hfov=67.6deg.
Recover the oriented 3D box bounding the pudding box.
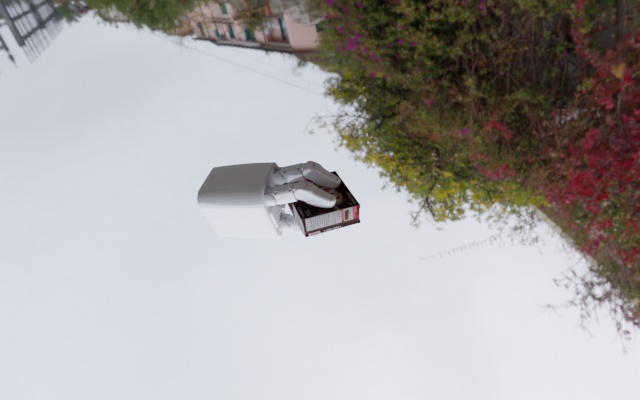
[{"bbox_3d":[0.000,0.003,0.726,0.090,0.039,0.113,-15,36,-11],"label":"pudding box"}]
